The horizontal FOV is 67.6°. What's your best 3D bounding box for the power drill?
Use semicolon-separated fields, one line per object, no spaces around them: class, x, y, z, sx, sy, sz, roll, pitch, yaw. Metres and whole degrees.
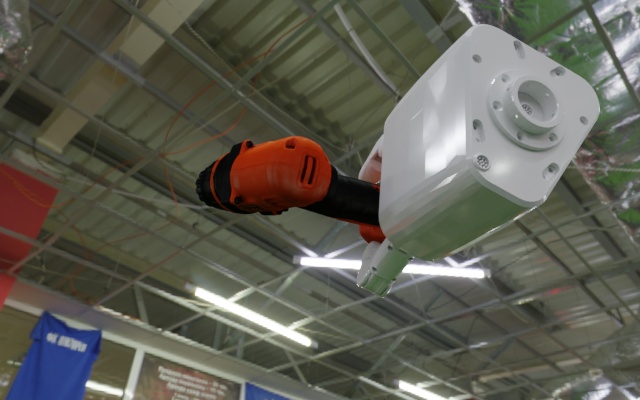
power drill;0.001;0.001;0.408;0.188;0.057;0.184;14;-8;-30
